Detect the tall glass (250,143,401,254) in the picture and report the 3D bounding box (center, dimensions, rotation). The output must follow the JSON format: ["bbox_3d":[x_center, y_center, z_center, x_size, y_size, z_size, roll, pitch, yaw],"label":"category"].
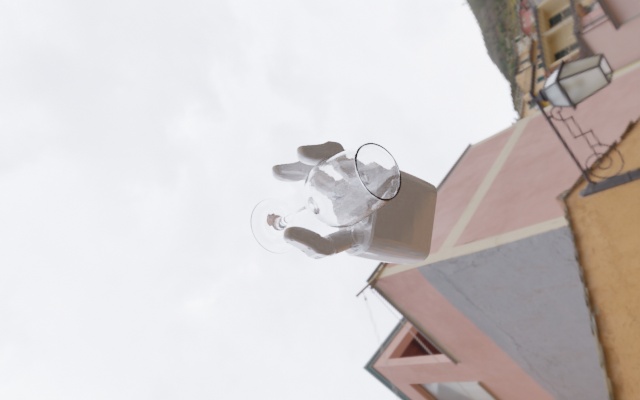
[{"bbox_3d":[0.000,0.002,0.546,0.079,0.079,0.201,0,-18,-38],"label":"tall glass"}]
